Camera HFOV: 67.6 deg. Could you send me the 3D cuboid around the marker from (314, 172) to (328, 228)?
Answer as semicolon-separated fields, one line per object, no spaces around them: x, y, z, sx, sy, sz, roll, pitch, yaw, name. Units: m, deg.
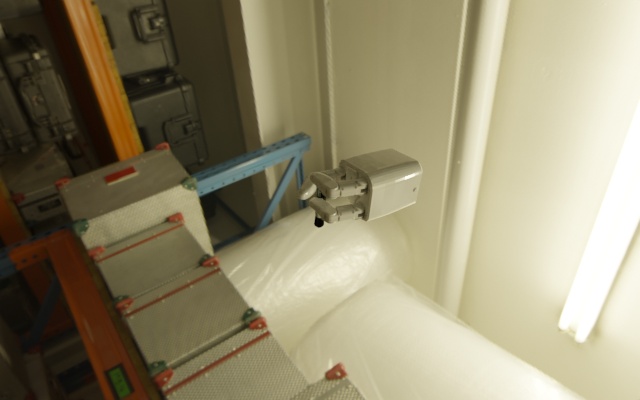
0.000;0.003;0.843;0.020;0.121;0.020;2;42;-2;marker
